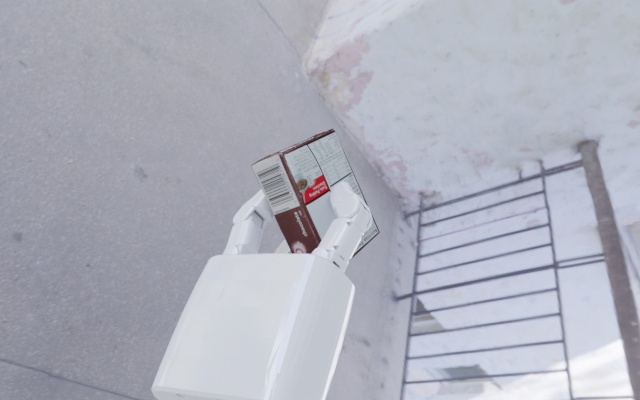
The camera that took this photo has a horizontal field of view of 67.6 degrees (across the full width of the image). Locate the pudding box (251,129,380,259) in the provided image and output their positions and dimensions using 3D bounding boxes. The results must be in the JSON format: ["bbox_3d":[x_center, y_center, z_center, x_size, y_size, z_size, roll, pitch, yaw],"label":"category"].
[{"bbox_3d":[0.000,0.001,0.426,0.039,0.113,0.090,-17,10,36],"label":"pudding box"}]
